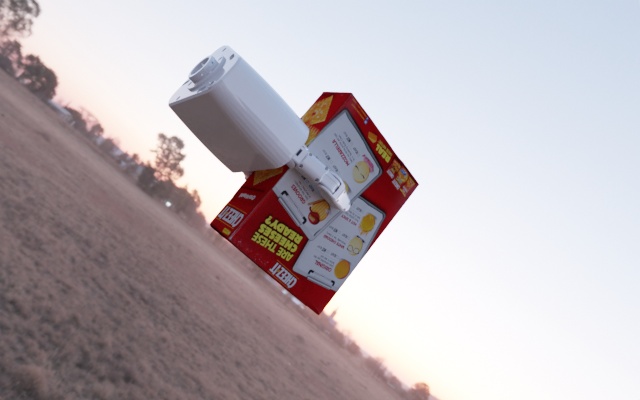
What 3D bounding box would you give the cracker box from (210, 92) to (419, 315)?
[{"bbox_3d":[0.000,0.002,0.577,0.164,0.213,0.072,47,-14,-32],"label":"cracker box"}]
